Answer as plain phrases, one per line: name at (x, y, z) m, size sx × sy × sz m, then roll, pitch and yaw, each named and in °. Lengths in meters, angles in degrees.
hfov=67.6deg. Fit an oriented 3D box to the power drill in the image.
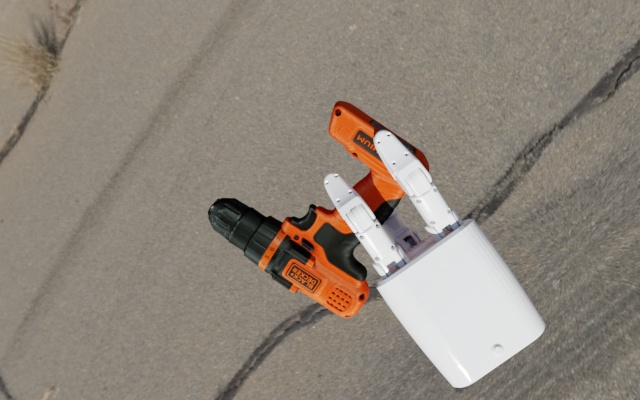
power drill at (0.001, 0.001, 0.466) m, size 0.184 × 0.188 × 0.057 m, roll 33°, pitch 20°, yaw 0°
